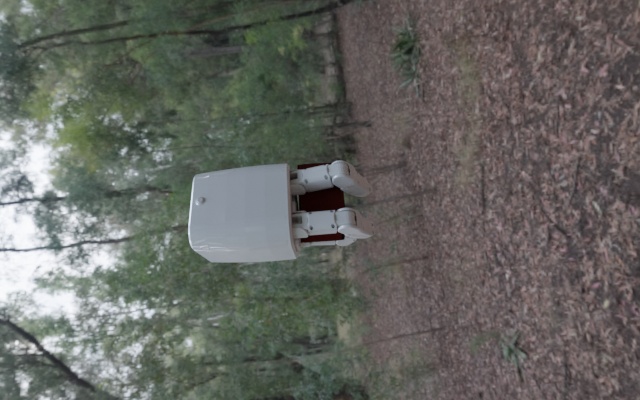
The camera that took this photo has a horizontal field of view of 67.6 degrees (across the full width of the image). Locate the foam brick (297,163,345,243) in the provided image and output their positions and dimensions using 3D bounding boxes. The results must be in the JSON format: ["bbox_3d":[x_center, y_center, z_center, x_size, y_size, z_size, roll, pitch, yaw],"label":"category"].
[{"bbox_3d":[0.000,0.002,0.551,0.051,0.078,0.053,-3,-34,-2],"label":"foam brick"}]
